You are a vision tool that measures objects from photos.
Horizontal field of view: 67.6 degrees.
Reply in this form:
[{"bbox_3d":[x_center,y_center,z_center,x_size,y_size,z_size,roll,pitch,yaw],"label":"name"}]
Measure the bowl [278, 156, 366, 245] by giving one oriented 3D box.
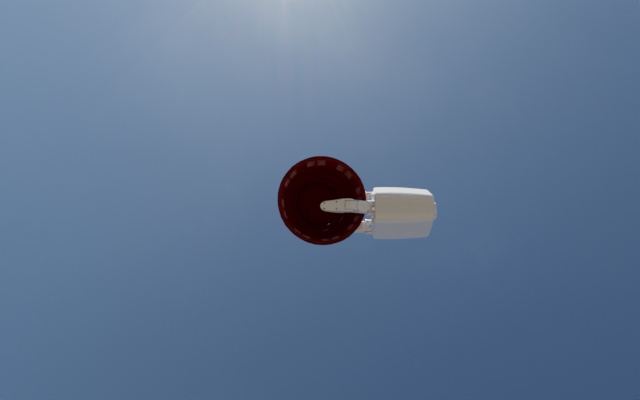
[{"bbox_3d":[-0.001,0.003,0.877,0.162,0.162,0.055,0,-9,-9],"label":"bowl"}]
